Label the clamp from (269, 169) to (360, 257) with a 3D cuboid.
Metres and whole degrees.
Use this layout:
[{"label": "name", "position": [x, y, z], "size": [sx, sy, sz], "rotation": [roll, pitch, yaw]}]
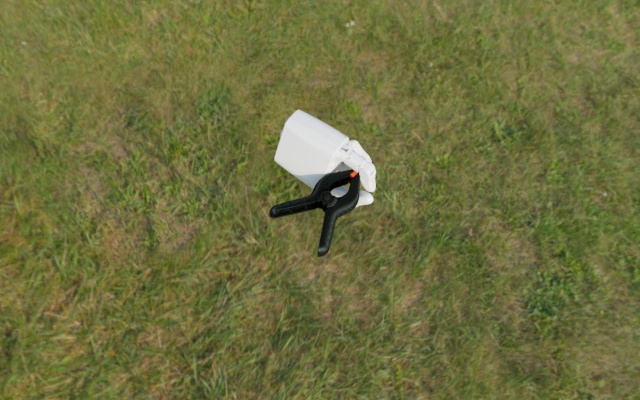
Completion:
[{"label": "clamp", "position": [0.000, 0.002, 0.802], "size": [0.120, 0.171, 0.039], "rotation": [33, -29, 10]}]
